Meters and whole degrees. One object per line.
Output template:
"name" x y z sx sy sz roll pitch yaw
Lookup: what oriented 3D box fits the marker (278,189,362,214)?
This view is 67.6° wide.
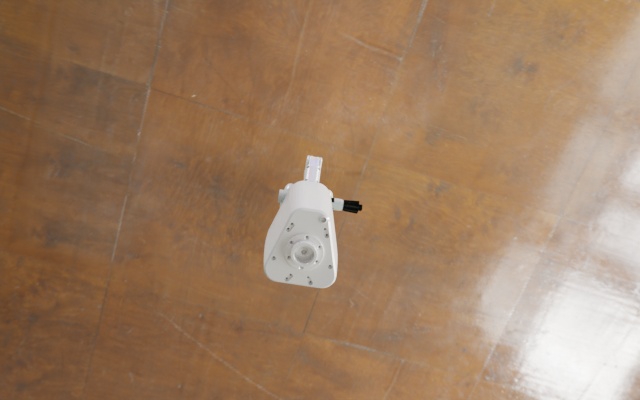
"marker" 0.000 0.002 0.684 0.121 0.020 0.020 9 -1 -4
